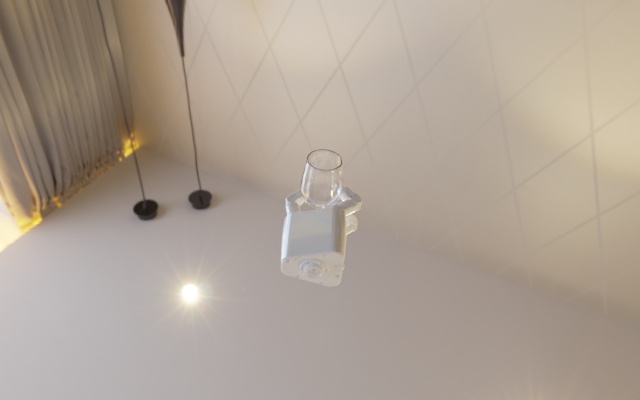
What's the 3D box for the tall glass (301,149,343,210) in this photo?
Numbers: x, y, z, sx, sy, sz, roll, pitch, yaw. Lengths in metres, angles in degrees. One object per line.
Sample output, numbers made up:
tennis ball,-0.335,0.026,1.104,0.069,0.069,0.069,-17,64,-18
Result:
tall glass,0.000,0.003,0.894,0.079,0.201,0.079,3,41,-3
